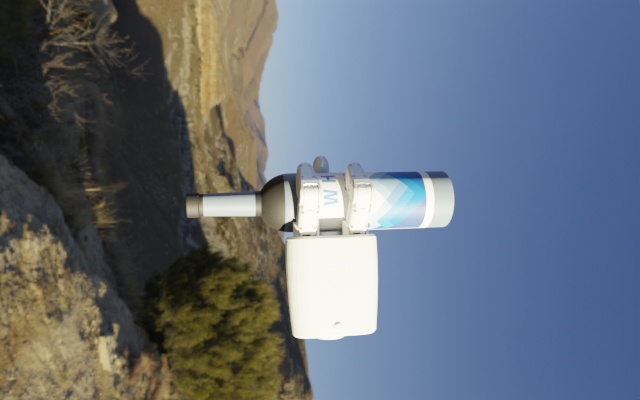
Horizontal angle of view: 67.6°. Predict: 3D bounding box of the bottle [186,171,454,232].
[{"bbox_3d":[0.000,0.002,0.544,0.296,0.069,0.069,-1,0,-10],"label":"bottle"}]
